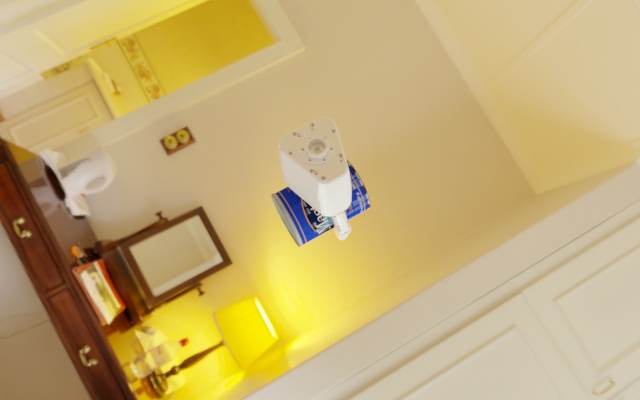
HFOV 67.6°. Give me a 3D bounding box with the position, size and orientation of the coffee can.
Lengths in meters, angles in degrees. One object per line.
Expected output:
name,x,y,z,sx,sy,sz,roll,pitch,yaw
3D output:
coffee can,0.000,0.003,0.823,0.140,0.103,0.103,-28,5,-9
